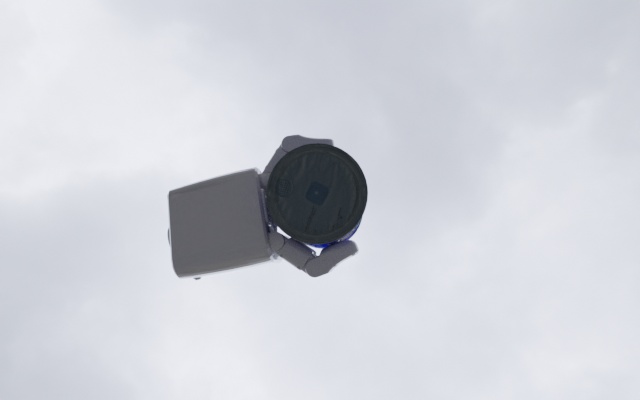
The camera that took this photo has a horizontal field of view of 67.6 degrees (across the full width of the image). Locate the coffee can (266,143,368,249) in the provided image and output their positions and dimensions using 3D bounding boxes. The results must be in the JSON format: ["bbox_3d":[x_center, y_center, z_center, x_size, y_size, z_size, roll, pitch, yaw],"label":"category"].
[{"bbox_3d":[0.000,0.002,0.545,0.103,0.103,0.140,0,-8,3],"label":"coffee can"}]
